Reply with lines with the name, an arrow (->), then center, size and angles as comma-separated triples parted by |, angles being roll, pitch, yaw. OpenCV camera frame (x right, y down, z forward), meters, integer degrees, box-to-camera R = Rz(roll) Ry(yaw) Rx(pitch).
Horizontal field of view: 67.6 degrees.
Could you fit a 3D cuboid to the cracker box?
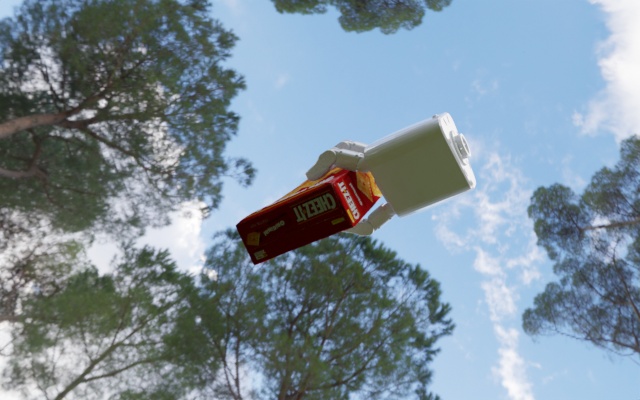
cracker box -> 0.000, 0.002, 0.705 | 0.164, 0.072, 0.213 | -24, 6, 27
